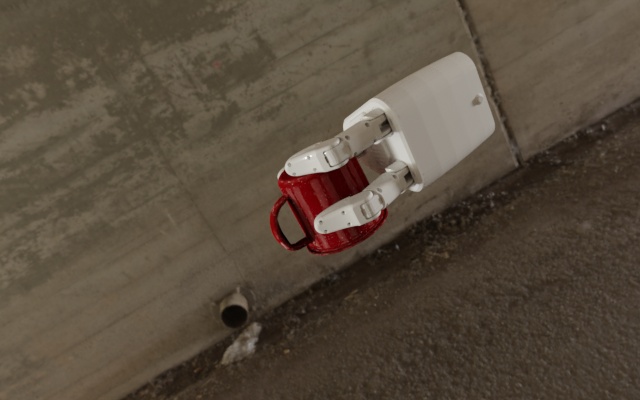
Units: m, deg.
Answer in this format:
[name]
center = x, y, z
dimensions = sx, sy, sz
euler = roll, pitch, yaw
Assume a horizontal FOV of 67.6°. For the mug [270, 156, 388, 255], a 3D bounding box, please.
[mug]
center = -0.001, 0.002, 0.477
dimensions = 0.117, 0.081, 0.093
euler = -34, 20, -18
